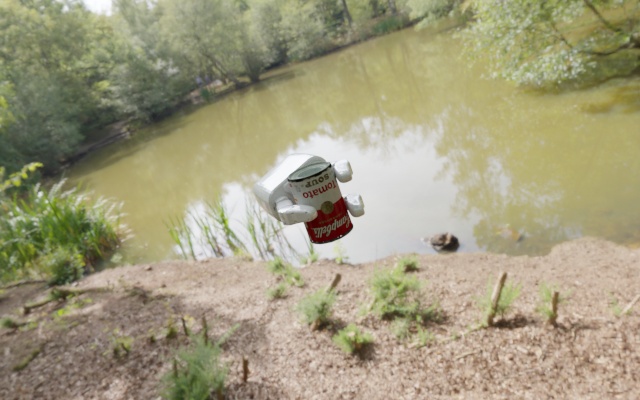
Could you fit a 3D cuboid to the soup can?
[{"bbox_3d":[0.000,0.002,0.685,0.068,0.102,0.068,-18,18,6],"label":"soup can"}]
